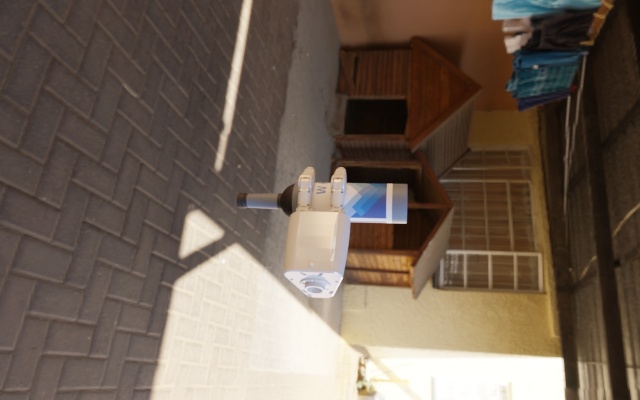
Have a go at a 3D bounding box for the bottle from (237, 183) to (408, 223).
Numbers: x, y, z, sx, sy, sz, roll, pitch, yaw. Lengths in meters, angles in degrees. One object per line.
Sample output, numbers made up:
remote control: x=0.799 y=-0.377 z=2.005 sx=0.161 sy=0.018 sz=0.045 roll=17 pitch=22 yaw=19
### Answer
bottle: x=0.000 y=0.003 z=0.826 sx=0.296 sy=0.069 sz=0.069 roll=1 pitch=0 yaw=10
